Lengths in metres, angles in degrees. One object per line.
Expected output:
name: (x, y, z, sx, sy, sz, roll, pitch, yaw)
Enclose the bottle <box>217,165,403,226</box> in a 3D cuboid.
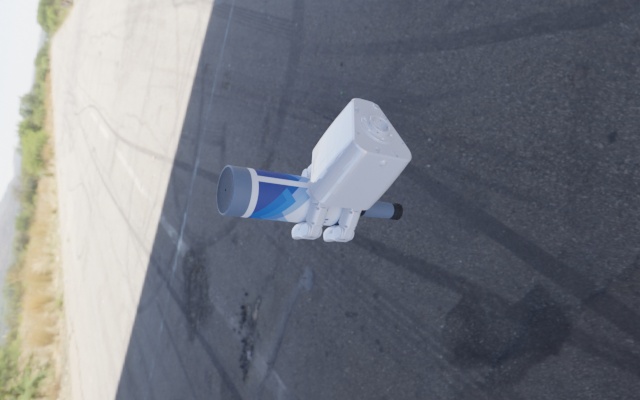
bottle: (0.000, 0.002, 0.702, 0.296, 0.069, 0.069, 7, -4, -31)
